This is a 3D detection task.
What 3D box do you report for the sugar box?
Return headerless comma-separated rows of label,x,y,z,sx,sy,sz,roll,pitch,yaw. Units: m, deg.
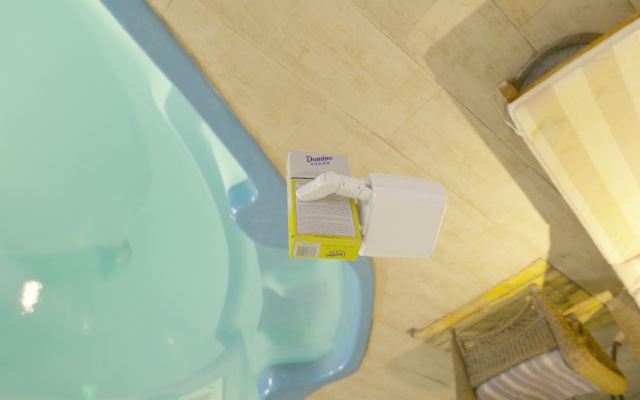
sugar box,0.000,0.003,0.679,0.093,0.048,0.176,5,42,-9
